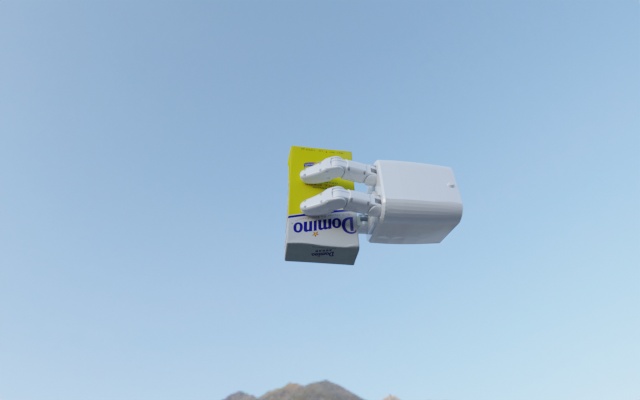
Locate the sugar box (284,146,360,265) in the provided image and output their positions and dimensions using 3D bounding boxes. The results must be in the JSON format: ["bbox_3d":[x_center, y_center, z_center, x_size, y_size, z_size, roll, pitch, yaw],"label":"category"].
[{"bbox_3d":[0.000,0.002,0.649,0.093,0.176,0.048,4,-44,-7],"label":"sugar box"}]
